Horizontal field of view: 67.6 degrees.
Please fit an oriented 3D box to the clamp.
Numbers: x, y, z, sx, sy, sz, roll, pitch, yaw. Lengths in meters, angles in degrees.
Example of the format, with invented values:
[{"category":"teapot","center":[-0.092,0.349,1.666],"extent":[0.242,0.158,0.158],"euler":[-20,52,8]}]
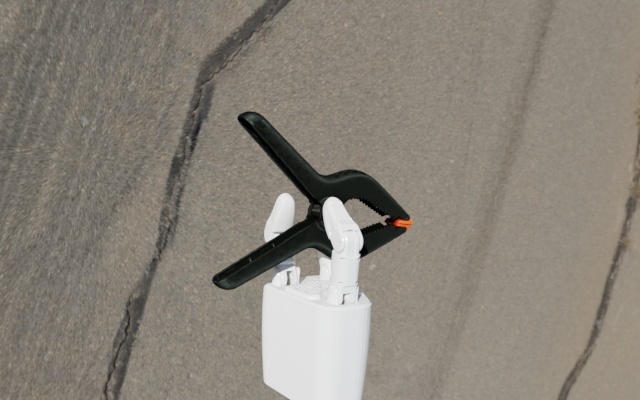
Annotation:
[{"category":"clamp","center":[0.001,0.002,0.474],"extent":[0.210,0.164,0.036],"euler":[1,7,-26]}]
